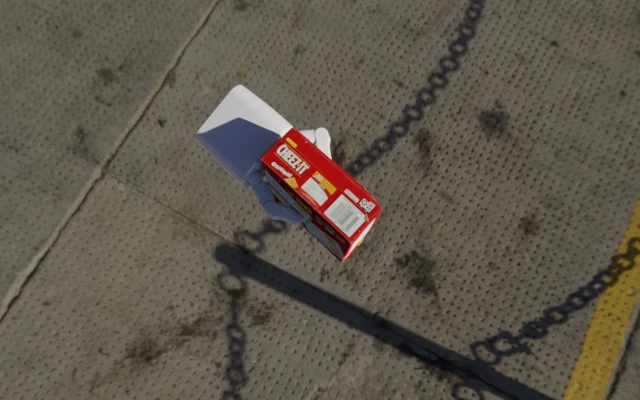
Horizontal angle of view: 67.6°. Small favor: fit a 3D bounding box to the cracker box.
[{"bbox_3d":[0.000,0.002,0.709,0.164,0.072,0.214,42,-10,9],"label":"cracker box"}]
